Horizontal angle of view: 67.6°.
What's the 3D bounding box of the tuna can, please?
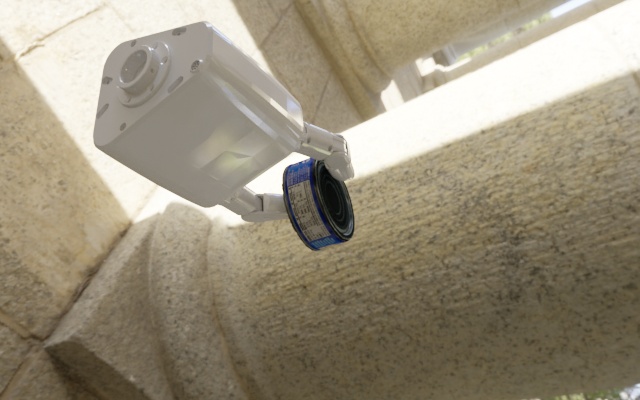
[{"bbox_3d":[0.001,0.001,0.442,0.034,0.086,0.086,-19,-7,20],"label":"tuna can"}]
